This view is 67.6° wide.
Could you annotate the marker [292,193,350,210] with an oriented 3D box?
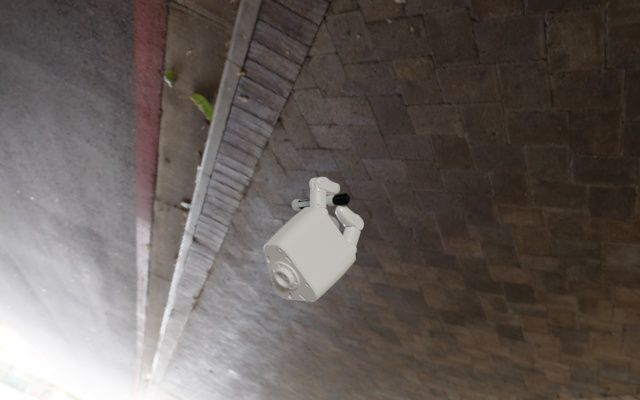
[{"bbox_3d":[0.000,0.003,0.791,0.121,0.020,0.020,-7,-5,43],"label":"marker"}]
